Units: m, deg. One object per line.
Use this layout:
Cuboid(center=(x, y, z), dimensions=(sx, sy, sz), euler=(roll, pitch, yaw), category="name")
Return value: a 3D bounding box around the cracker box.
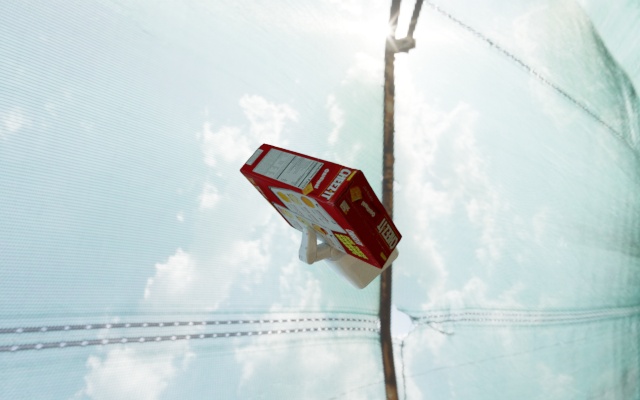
Cuboid(center=(0.000, 0.002, 0.726), dimensions=(0.213, 0.072, 0.164), euler=(20, -23, 44), category="cracker box")
